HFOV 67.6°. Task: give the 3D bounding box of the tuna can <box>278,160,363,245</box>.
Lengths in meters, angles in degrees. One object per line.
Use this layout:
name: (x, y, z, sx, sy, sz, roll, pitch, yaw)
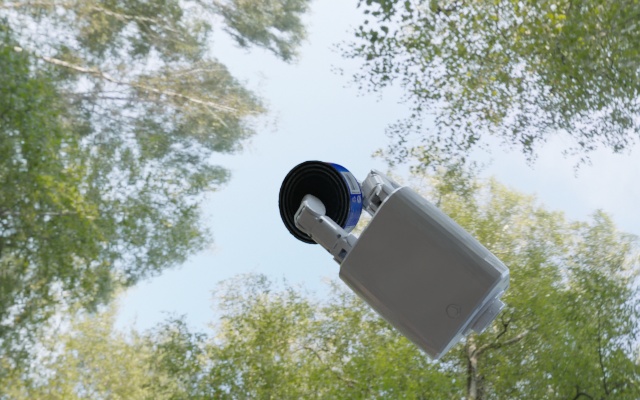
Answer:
tuna can: (0.000, 0.002, 0.495, 0.086, 0.086, 0.034, 0, 1, 31)
